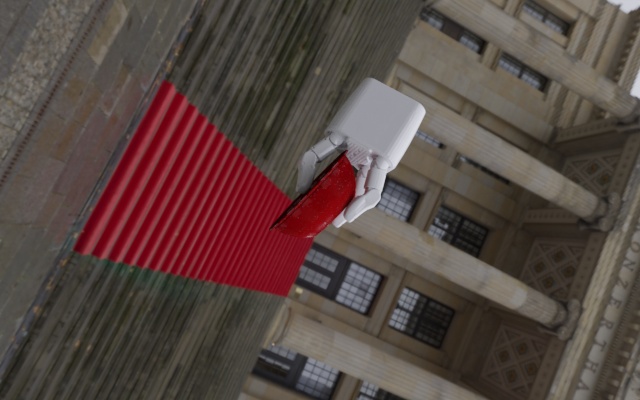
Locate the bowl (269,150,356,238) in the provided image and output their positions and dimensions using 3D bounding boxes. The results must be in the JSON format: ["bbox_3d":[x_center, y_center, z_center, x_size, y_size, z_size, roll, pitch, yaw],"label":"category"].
[{"bbox_3d":[-0.001,0.004,0.691,0.055,0.162,0.162,45,4,-4],"label":"bowl"}]
